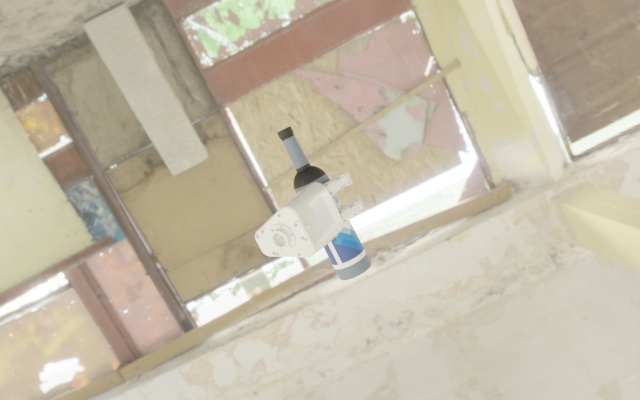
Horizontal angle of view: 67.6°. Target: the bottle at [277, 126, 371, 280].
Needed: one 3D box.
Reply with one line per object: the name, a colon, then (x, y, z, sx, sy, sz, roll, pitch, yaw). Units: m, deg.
bottle: (0.000, 0.003, 0.875, 0.069, 0.296, 0.069, -26, 8, 4)
